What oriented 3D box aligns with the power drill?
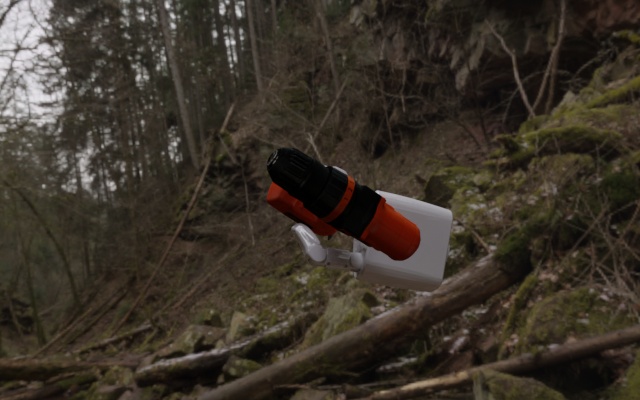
[{"bbox_3d":[0.000,0.002,0.546,0.184,0.057,0.187,34,-8,-20],"label":"power drill"}]
